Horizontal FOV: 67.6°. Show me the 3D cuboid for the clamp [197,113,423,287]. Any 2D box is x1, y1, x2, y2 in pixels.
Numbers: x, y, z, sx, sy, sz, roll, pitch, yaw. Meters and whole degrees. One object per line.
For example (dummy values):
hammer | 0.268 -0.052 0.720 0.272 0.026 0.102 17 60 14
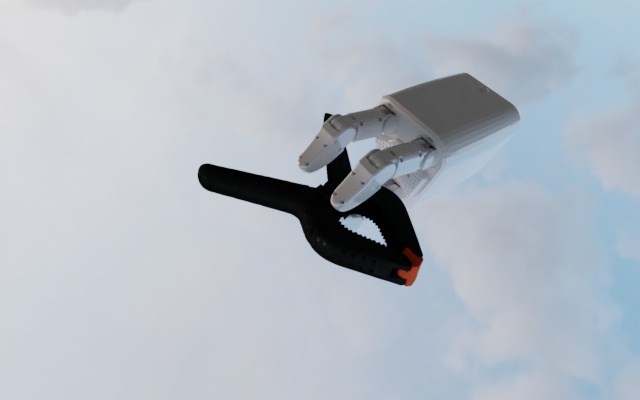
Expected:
clamp | 0.000 0.002 0.426 0.164 0.036 0.210 -23 52 -25
